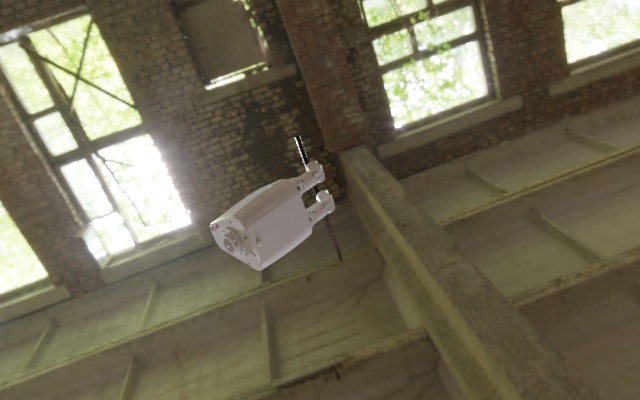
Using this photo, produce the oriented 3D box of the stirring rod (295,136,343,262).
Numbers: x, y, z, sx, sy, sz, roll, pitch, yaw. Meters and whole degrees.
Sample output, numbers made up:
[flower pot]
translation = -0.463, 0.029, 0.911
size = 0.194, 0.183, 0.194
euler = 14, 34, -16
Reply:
[stirring rod]
translation = 0.000, 0.003, 0.808
size = 0.011, 0.240, 0.011
euler = -16, 23, 7
